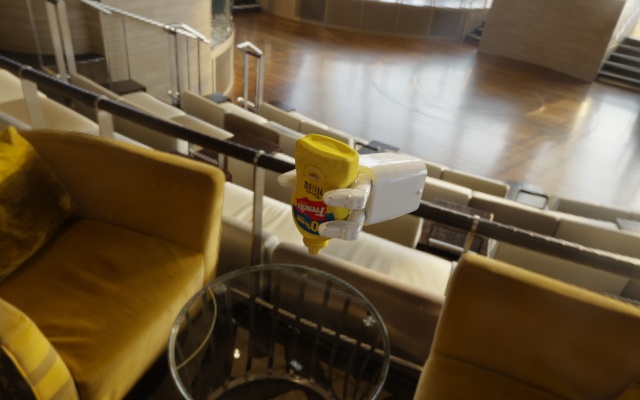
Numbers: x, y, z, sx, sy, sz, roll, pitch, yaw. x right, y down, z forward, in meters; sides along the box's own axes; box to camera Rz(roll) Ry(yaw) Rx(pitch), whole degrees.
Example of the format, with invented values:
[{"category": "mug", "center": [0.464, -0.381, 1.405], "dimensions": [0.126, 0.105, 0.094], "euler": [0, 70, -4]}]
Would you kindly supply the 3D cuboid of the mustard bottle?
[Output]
[{"category": "mustard bottle", "center": [0.000, 0.002, 0.722], "dimensions": [0.096, 0.192, 0.058], "euler": [25, 36, 26]}]
